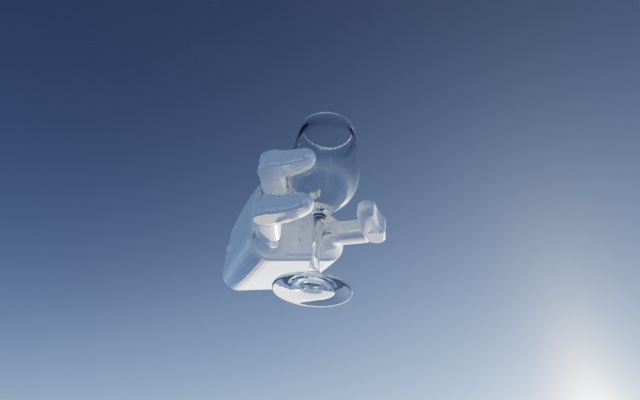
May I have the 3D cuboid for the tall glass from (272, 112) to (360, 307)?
[{"bbox_3d":[0.000,0.002,0.492,0.079,0.201,0.079,4,-34,3],"label":"tall glass"}]
